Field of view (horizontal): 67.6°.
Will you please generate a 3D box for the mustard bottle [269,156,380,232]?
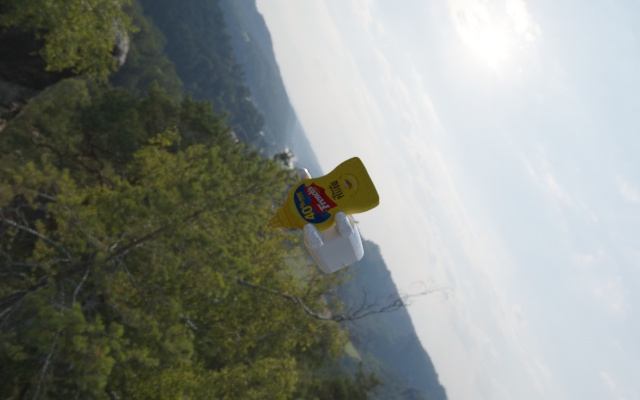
[{"bbox_3d":[0.000,0.002,0.836,0.191,0.096,0.058,-24,-17,0],"label":"mustard bottle"}]
